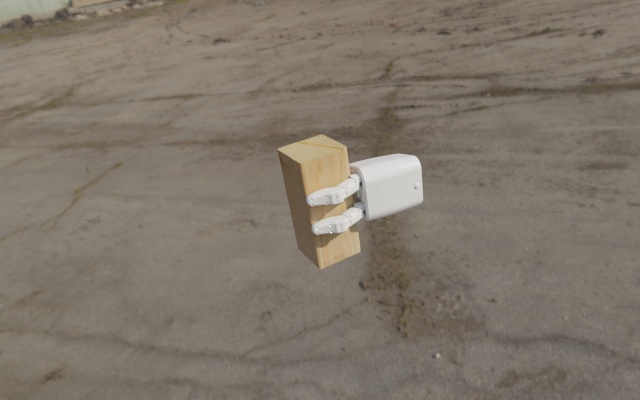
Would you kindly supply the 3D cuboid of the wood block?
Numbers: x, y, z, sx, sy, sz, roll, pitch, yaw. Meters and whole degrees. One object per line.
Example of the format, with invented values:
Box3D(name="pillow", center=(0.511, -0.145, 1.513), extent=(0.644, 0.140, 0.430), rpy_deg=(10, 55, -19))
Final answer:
Box3D(name="wood block", center=(0.000, 0.002, 0.837), extent=(0.090, 0.206, 0.090), rpy_deg=(-21, 30, -21))
